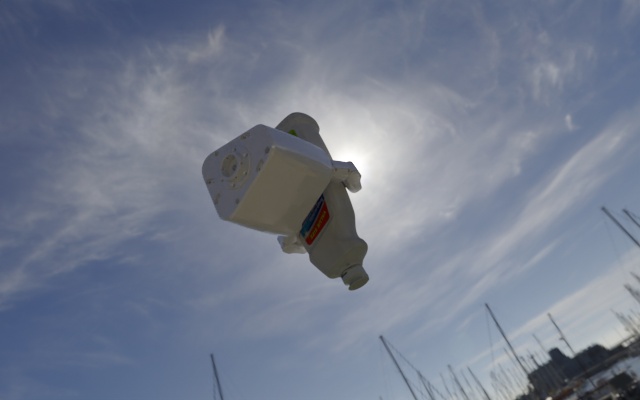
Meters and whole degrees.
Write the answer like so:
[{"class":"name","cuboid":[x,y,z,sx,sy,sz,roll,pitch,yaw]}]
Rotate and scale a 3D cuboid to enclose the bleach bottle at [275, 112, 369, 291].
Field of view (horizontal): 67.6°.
[{"class":"bleach bottle","cuboid":[0.000,0.002,0.641,0.102,0.250,0.068,-42,-32,22]}]
